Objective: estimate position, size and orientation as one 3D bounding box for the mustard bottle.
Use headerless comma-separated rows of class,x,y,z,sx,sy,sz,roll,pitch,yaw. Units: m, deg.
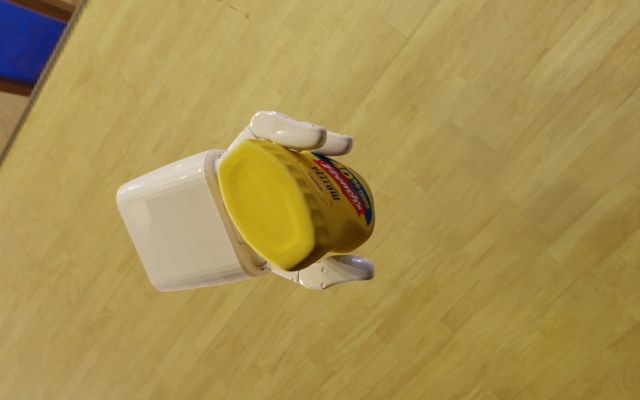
mustard bottle,0.000,0.001,0.403,0.058,0.096,0.191,-41,-15,19
